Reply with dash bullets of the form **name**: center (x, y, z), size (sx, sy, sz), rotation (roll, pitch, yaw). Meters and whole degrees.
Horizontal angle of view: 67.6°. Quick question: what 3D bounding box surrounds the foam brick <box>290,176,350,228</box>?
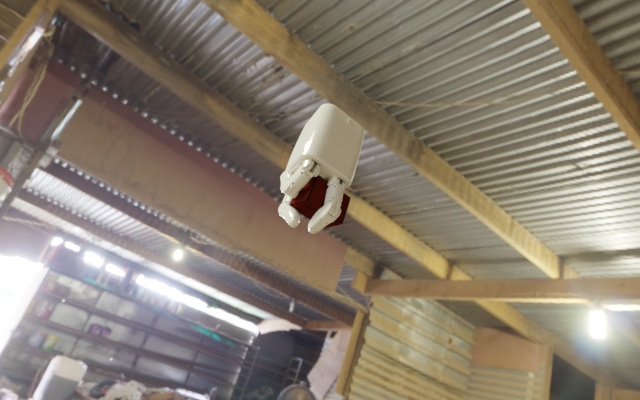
- **foam brick**: center (0.000, 0.003, 0.773), size (0.078, 0.051, 0.053), rotation (34, -28, -29)
